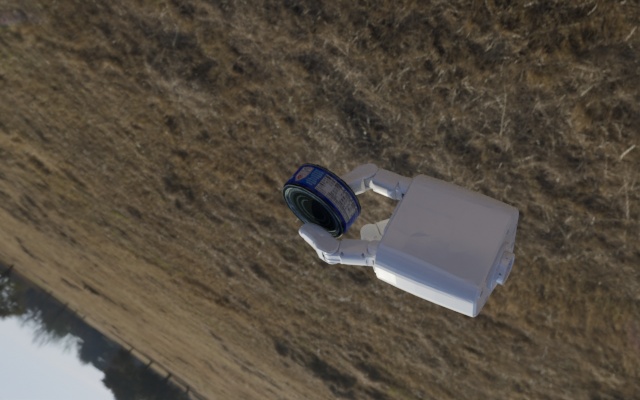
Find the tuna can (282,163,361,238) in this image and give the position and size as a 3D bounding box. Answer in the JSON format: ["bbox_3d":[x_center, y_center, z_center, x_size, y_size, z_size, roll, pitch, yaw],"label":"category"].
[{"bbox_3d":[0.000,0.002,0.523,0.033,0.086,0.086,-50,26,-24],"label":"tuna can"}]
